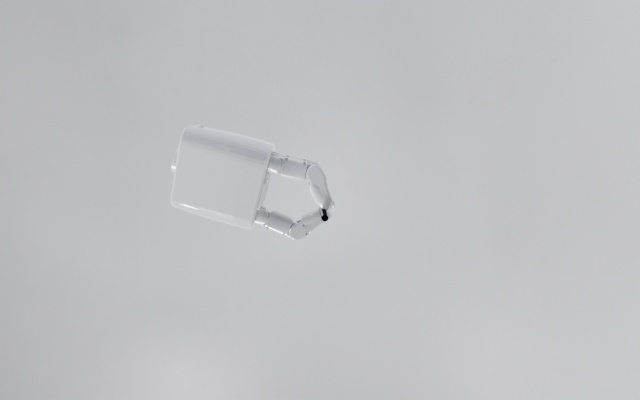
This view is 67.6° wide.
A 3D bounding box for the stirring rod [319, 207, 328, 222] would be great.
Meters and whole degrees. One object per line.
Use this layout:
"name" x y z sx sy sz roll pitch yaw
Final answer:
"stirring rod" 0.000 0.002 0.654 0.011 0.011 0.239 0 8 -2
